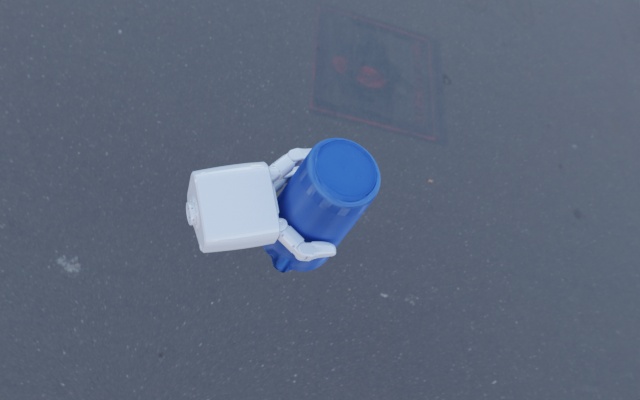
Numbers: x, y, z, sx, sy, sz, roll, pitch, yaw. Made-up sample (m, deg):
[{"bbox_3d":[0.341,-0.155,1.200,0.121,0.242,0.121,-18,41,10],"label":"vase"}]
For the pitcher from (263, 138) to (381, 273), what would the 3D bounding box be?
[{"bbox_3d":[0.000,0.003,0.740,0.145,0.149,0.243,-8,-23,-24],"label":"pitcher"}]
